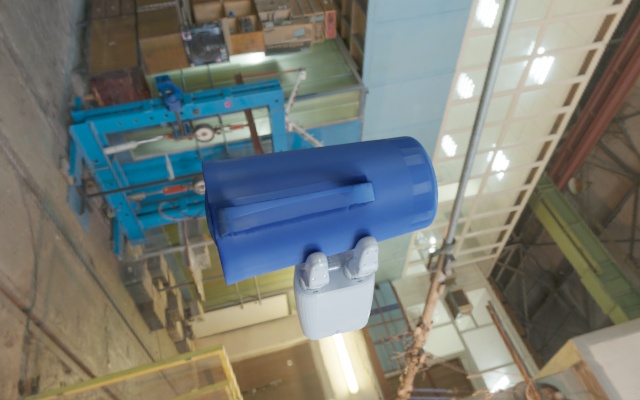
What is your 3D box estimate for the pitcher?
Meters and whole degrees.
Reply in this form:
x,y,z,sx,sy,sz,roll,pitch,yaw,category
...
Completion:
x,y,z,sx,sy,sz,roll,pitch,yaw,category
0.000,0.002,0.515,0.243,0.145,0.149,-12,43,-10,pitcher
